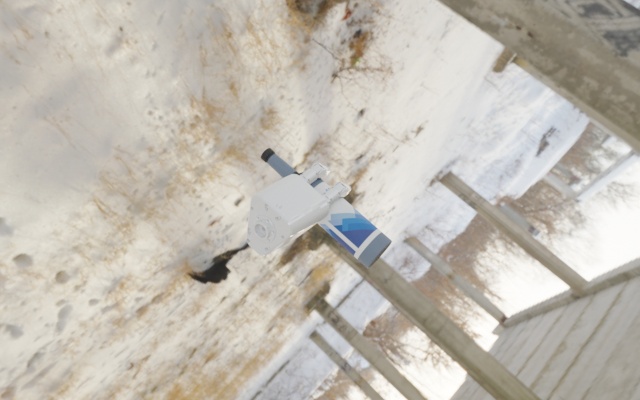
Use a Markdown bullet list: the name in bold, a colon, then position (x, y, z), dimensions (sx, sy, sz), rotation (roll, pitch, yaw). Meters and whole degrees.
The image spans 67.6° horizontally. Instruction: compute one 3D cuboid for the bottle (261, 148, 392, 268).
- **bottle**: position (0.000, 0.003, 0.892), dimensions (0.295, 0.069, 0.069), rotation (42, 12, 14)
